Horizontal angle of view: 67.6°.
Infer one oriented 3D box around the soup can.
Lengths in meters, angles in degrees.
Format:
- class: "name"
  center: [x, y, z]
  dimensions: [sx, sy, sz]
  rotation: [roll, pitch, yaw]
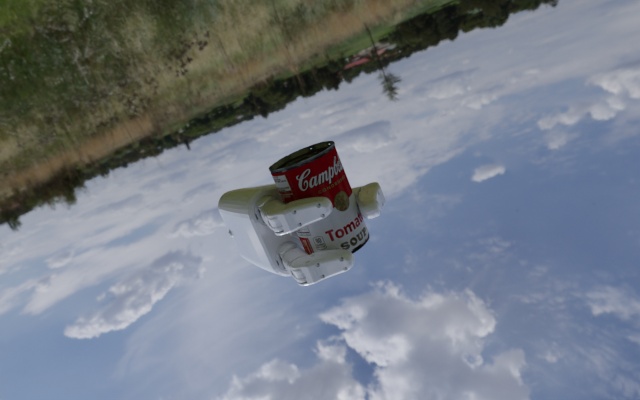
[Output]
- class: "soup can"
  center: [0.001, 0.002, 0.468]
  dimensions: [0.068, 0.102, 0.068]
  rotation: [-21, 15, 6]
